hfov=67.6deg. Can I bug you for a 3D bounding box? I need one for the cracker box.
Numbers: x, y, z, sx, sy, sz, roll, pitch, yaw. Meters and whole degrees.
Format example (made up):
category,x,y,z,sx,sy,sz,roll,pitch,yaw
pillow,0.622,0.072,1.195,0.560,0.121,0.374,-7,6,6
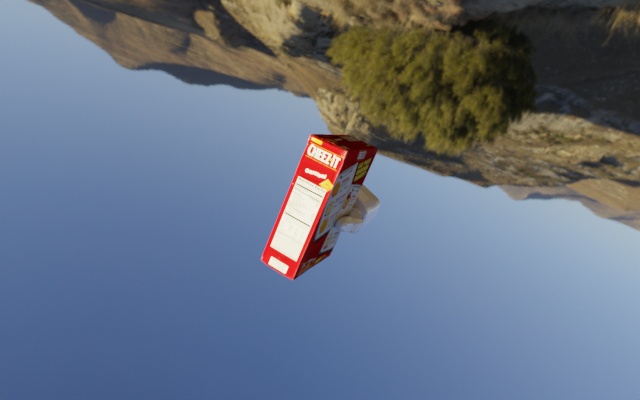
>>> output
category,x,y,z,sx,sy,sz,roll,pitch,yaw
cracker box,0.000,0.003,0.764,0.072,0.214,0.164,27,16,16
